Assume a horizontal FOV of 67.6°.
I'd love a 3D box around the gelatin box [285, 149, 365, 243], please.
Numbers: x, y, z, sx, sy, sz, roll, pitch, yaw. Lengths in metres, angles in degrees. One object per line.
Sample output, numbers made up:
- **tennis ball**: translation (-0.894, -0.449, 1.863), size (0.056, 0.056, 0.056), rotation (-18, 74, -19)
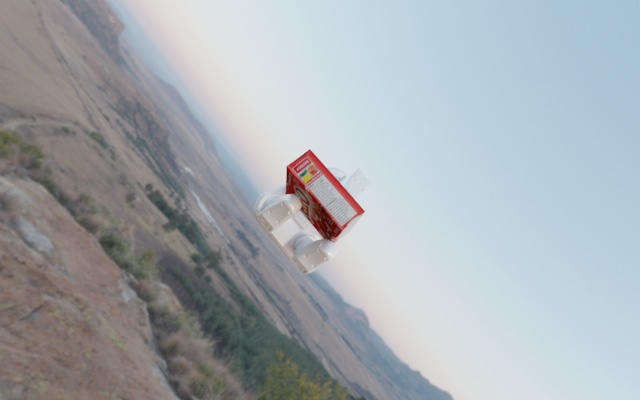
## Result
- **gelatin box**: translation (0.000, 0.001, 0.440), size (0.030, 0.073, 0.089), rotation (-39, -8, -13)
